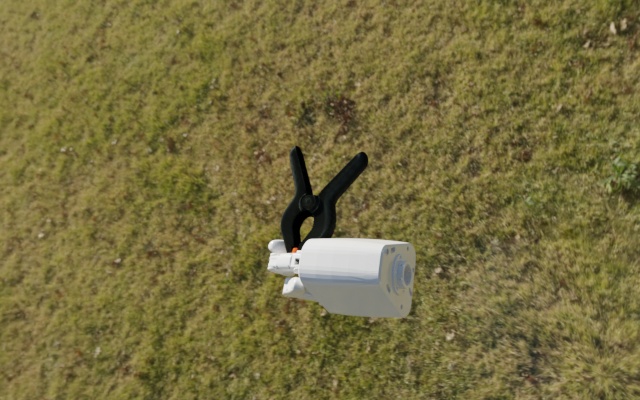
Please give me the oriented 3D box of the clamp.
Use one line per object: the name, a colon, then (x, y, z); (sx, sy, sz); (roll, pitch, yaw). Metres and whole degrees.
clamp: (0.000, 0.002, 0.640); (0.120, 0.171, 0.039); (-3, -19, 33)
